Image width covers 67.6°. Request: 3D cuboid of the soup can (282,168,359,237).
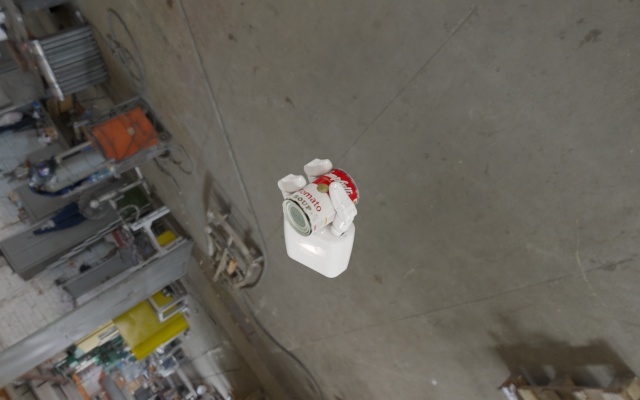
[{"bbox_3d":[0.000,0.002,0.737,0.102,0.068,0.068,-33,17,-28],"label":"soup can"}]
